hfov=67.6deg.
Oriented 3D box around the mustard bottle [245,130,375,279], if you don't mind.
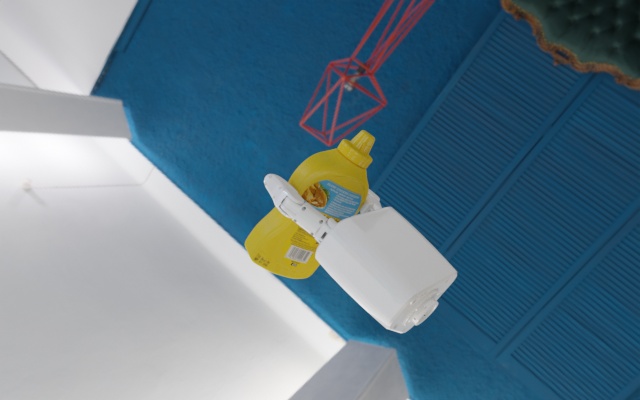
[{"bbox_3d":[0.000,0.002,0.553,0.096,0.192,0.058,24,20,-36],"label":"mustard bottle"}]
